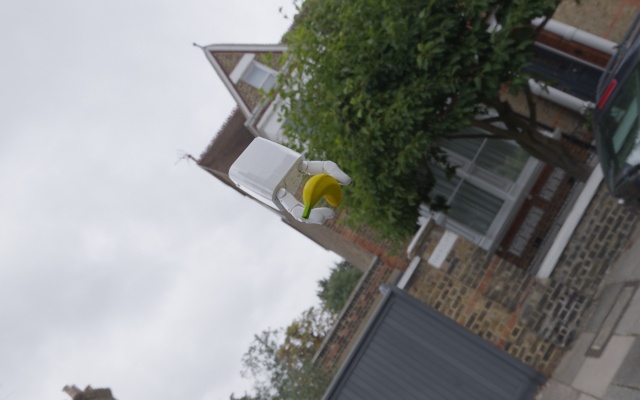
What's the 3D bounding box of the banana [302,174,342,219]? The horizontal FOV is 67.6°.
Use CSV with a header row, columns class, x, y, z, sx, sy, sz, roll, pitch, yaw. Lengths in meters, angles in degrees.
class,x,y,z,sx,sy,sz,roll,pitch,yaw
banana,0.005,-0.014,0.857,0.037,0.069,0.198,22,12,16
